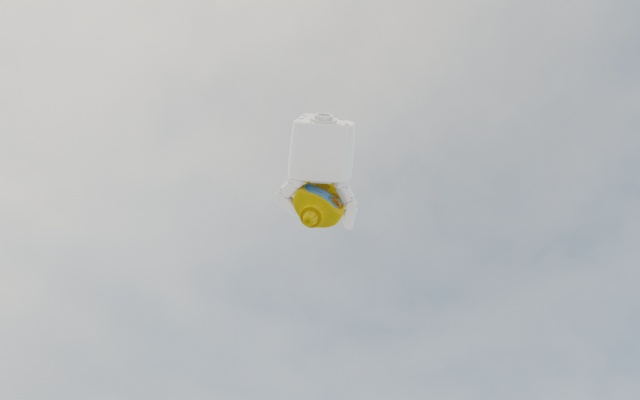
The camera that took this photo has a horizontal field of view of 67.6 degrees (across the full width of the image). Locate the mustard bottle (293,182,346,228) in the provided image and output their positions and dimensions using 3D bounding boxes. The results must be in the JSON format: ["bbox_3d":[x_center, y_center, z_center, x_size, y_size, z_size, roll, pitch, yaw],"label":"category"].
[{"bbox_3d":[0.000,0.003,0.892,0.096,0.058,0.191,32,24,0],"label":"mustard bottle"}]
